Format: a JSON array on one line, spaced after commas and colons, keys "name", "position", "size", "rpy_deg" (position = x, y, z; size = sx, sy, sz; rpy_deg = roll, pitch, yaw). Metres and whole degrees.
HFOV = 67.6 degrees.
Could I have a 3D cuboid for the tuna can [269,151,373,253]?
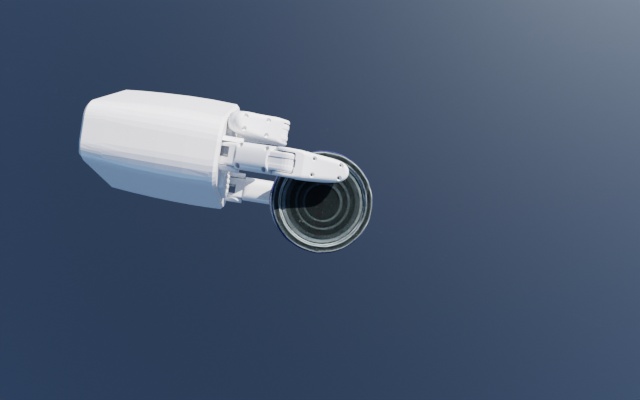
[{"name": "tuna can", "position": [0.000, 0.001, 0.404], "size": [0.086, 0.086, 0.034], "rpy_deg": [0, 0, -8]}]
